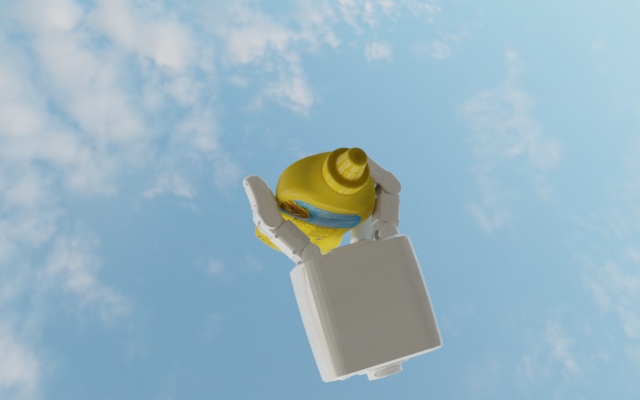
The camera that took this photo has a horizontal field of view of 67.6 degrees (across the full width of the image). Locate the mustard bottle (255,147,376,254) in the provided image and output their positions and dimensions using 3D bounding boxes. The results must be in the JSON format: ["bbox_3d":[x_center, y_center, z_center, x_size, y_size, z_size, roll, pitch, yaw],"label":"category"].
[{"bbox_3d":[0.000,0.001,0.476,0.096,0.058,0.192,16,-27,-13],"label":"mustard bottle"}]
